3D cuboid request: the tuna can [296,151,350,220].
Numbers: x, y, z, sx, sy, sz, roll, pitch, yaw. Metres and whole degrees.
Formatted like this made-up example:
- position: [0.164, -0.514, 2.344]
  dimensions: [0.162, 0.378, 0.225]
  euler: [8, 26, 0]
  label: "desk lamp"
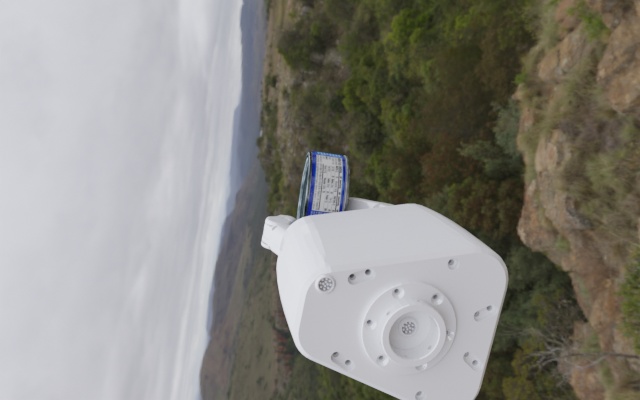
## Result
- position: [-0.001, 0.001, 0.411]
  dimensions: [0.034, 0.086, 0.086]
  euler: [8, -1, -6]
  label: "tuna can"
